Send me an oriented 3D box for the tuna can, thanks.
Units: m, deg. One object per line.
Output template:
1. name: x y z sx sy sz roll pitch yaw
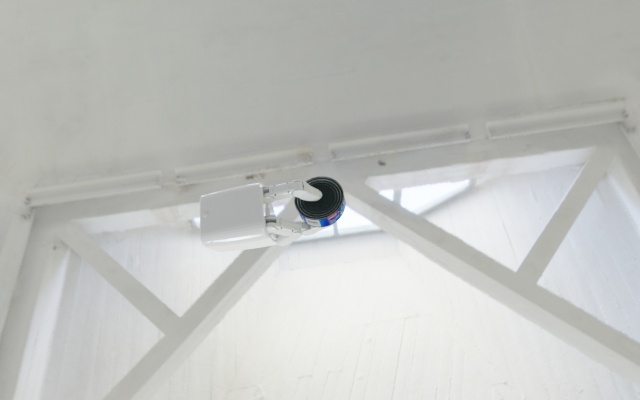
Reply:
1. tuna can: 0.000 0.003 0.822 0.086 0.086 0.034 0 -31 13
